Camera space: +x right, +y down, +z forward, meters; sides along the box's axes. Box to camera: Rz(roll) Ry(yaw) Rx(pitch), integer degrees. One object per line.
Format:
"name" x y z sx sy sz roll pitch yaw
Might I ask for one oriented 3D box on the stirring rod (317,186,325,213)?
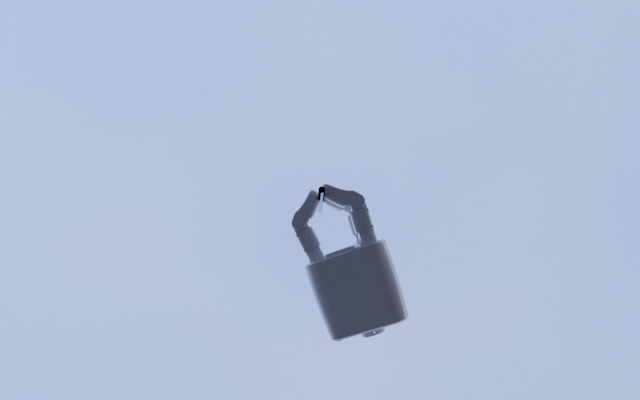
"stirring rod" 0.000 0.002 0.687 0.011 0.011 0.239 0 -7 -1
